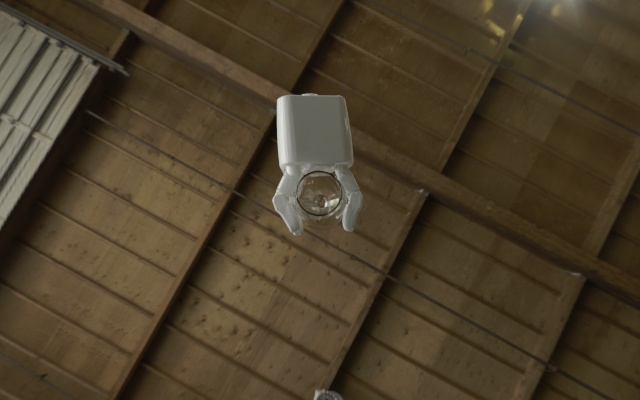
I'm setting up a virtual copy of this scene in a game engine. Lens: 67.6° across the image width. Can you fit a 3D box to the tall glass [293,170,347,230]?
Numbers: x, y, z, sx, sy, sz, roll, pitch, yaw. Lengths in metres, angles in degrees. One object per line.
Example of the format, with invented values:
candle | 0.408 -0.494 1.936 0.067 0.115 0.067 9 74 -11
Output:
tall glass | 0.000 0.003 0.733 0.079 0.079 0.201 0 -7 1
